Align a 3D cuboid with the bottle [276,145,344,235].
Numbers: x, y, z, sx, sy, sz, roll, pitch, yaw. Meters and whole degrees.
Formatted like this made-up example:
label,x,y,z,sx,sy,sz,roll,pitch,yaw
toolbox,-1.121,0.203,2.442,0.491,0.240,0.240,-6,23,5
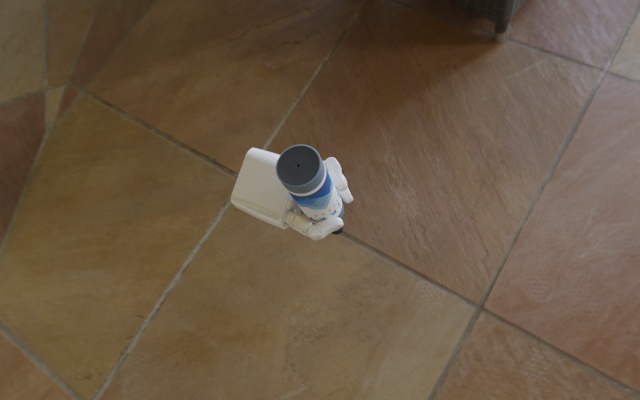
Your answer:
label,x,y,z,sx,sy,sz,roll,pitch,yaw
bottle,0.000,0.003,0.801,0.069,0.069,0.296,0,-21,13
